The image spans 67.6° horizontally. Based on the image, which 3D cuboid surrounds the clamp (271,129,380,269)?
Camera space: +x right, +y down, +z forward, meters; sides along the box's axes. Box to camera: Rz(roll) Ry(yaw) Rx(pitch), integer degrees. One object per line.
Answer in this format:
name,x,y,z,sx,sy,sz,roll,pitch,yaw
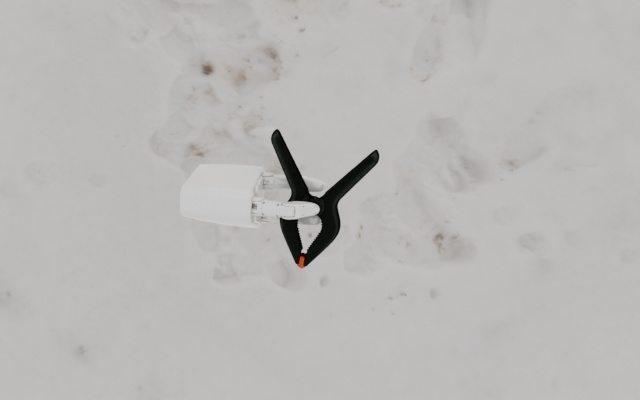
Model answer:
clamp,0.000,0.003,0.729,0.164,0.210,0.036,6,11,5
